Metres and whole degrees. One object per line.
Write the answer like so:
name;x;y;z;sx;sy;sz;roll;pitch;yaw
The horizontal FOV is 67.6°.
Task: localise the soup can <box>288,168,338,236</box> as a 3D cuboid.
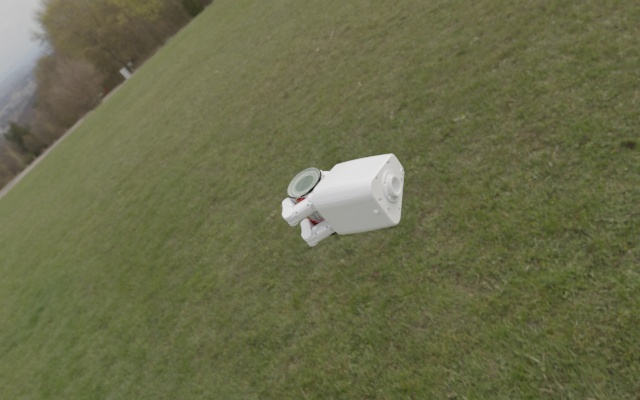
soup can;0.000;0.002;0.802;0.068;0.068;0.102;0;-40;46
